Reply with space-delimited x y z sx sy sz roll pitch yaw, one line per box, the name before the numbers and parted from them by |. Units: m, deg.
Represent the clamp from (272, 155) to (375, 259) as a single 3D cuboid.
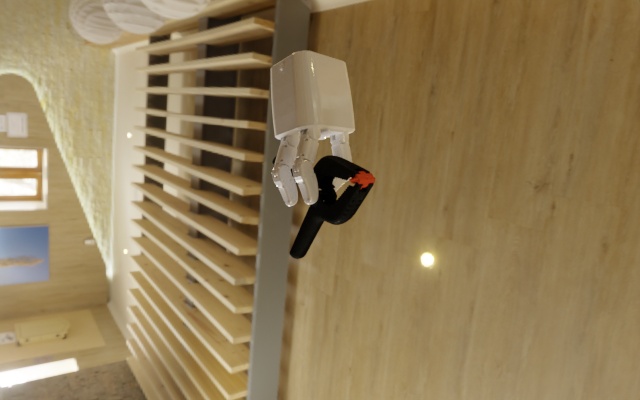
clamp | 0.001 0.002 0.676 0.036 0.164 0.210 -8 0 -36
